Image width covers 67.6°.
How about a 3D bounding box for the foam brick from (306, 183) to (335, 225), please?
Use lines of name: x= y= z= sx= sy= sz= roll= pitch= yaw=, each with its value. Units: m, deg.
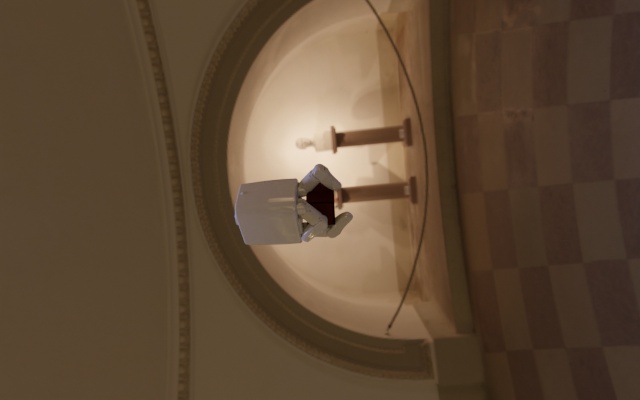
foam brick: x=0.000 y=0.003 z=0.875 sx=0.051 sy=0.053 sz=0.078 roll=-3 pitch=33 yaw=2
